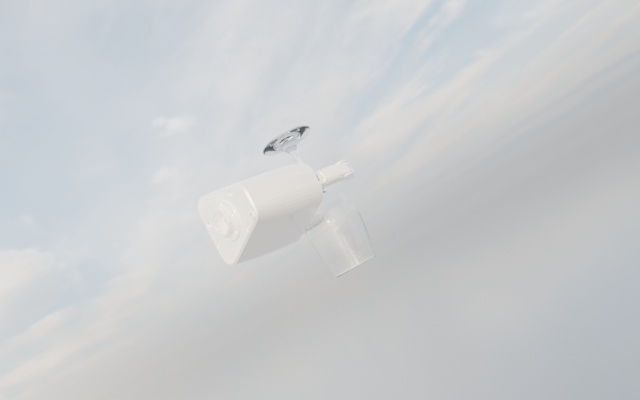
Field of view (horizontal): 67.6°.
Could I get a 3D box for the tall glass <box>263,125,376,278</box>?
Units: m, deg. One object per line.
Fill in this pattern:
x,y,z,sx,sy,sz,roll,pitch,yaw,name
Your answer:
0.000,0.001,0.650,0.079,0.201,0.079,-29,-9,-5,tall glass
